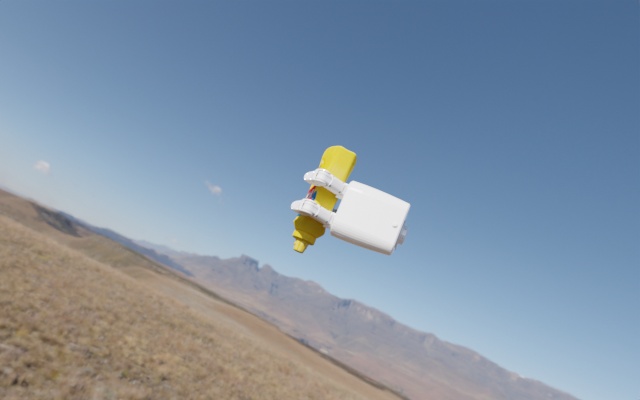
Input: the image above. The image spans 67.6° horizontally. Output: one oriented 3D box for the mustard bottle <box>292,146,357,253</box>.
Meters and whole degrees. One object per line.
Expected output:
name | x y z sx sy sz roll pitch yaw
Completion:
mustard bottle | 0.000 0.002 0.838 0.058 0.191 0.096 26 -13 -11
